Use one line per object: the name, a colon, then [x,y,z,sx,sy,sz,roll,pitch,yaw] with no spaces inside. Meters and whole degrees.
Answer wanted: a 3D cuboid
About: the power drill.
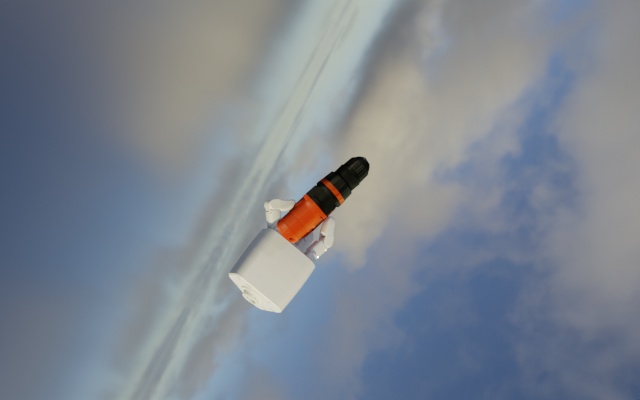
power drill: [0.000,0.003,0.834,0.184,0.057,0.188,-40,-3,-9]
